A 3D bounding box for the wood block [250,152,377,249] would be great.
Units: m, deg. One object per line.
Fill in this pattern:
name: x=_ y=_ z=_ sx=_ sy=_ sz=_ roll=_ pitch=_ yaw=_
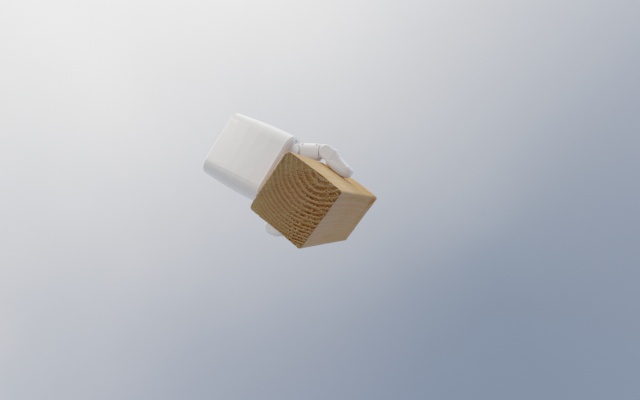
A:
wood block: x=0.000 y=0.002 z=0.680 sx=0.090 sy=0.091 sz=0.206 roll=38 pitch=10 yaw=16
